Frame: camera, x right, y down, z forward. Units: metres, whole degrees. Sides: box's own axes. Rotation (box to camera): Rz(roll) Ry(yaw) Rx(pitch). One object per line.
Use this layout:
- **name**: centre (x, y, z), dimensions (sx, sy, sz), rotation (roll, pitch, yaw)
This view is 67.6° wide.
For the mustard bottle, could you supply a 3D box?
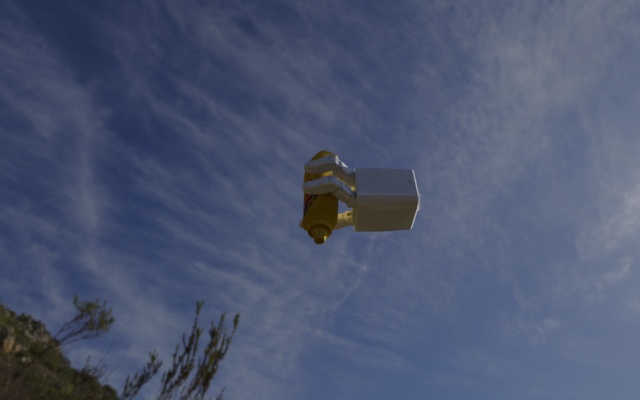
- **mustard bottle**: centre (0.000, 0.003, 0.847), dimensions (0.058, 0.096, 0.191), rotation (18, 39, -16)
